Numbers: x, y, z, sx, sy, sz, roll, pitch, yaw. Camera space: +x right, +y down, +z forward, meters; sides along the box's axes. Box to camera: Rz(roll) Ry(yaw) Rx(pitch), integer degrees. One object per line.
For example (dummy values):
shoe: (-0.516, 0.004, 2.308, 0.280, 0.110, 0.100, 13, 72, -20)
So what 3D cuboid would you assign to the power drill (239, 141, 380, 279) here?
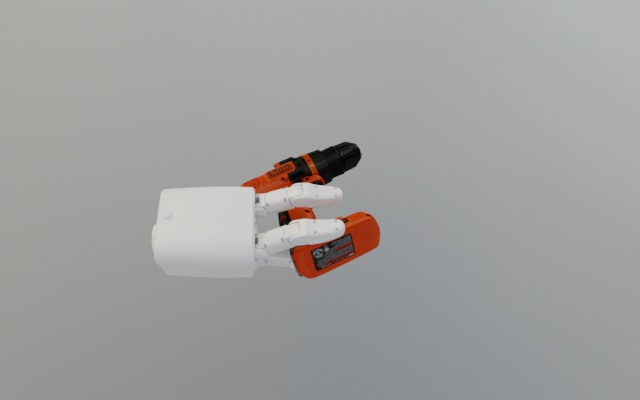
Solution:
power drill: (0.000, 0.002, 0.610, 0.184, 0.057, 0.187, -26, 38, -9)
